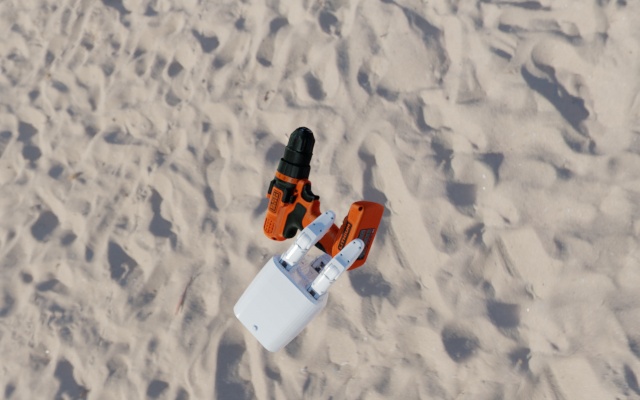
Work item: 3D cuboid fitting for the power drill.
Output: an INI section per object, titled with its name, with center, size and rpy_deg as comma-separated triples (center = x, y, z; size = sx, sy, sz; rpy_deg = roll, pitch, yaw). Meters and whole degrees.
[power drill]
center = 0.000, 0.003, 0.698
size = 0.057, 0.184, 0.187
rpy_deg = -4, 26, -47
